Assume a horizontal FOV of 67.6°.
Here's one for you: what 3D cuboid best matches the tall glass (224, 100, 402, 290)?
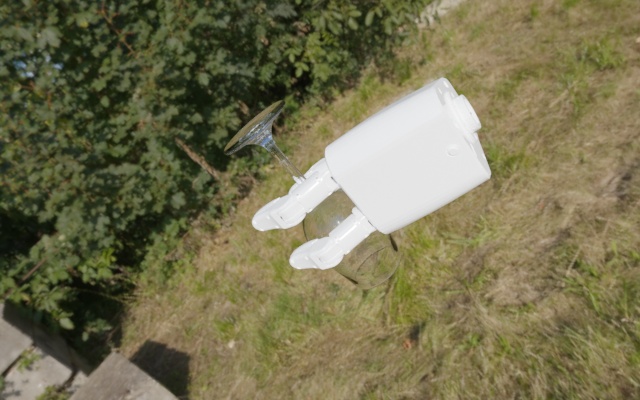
[{"bbox_3d":[0.000,0.001,0.475,0.079,0.201,0.079,-35,22,16],"label":"tall glass"}]
